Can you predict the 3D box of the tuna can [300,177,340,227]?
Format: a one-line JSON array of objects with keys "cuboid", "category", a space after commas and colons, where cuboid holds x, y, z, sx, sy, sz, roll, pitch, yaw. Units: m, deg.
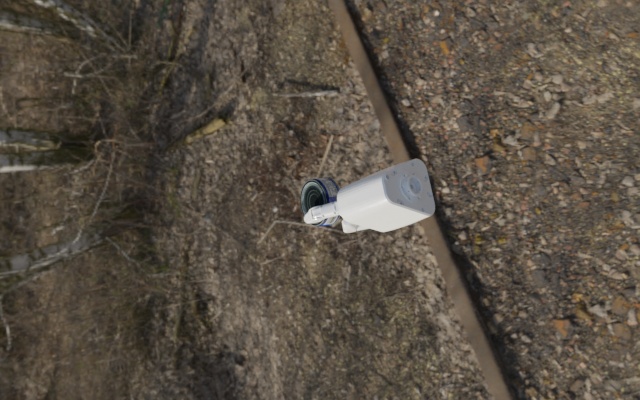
[{"cuboid": [0.000, 0.003, 0.842, 0.034, 0.086, 0.086, -7, 4, -35], "category": "tuna can"}]
